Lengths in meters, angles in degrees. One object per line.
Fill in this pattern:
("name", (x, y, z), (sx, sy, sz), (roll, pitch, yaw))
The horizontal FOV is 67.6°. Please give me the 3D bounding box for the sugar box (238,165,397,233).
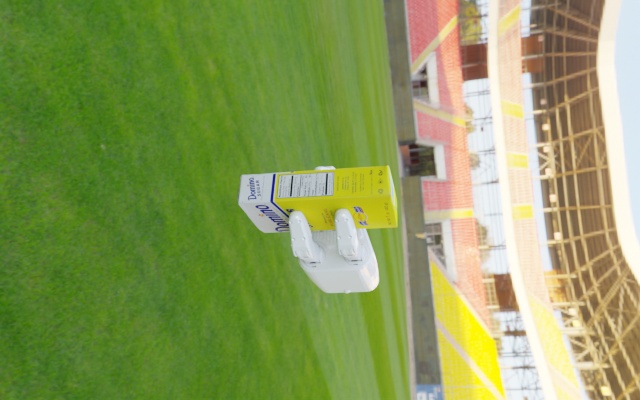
("sugar box", (0.000, 0.002, 0.572), (0.176, 0.048, 0.093), (-6, -28, 12))
